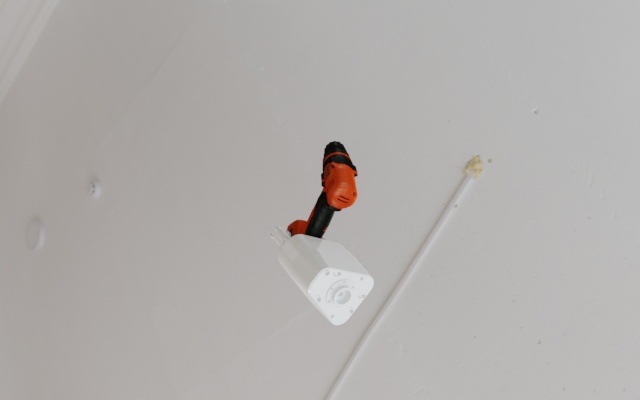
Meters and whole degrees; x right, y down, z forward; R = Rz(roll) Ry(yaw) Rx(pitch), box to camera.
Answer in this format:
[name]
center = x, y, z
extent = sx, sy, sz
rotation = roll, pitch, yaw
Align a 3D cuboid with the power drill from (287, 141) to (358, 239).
[power drill]
center = 0.000, 0.003, 0.828
extent = 0.057, 0.188, 0.184
rotation = 20, 28, -13
